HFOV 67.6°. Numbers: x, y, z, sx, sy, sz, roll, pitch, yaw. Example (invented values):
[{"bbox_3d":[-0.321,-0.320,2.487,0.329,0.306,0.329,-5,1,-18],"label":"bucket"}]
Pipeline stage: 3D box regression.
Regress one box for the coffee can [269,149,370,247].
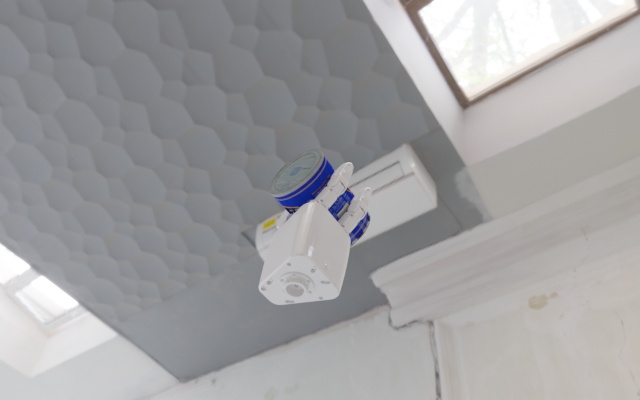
[{"bbox_3d":[0.000,0.002,0.769,0.103,0.102,0.140,0,-44,54],"label":"coffee can"}]
